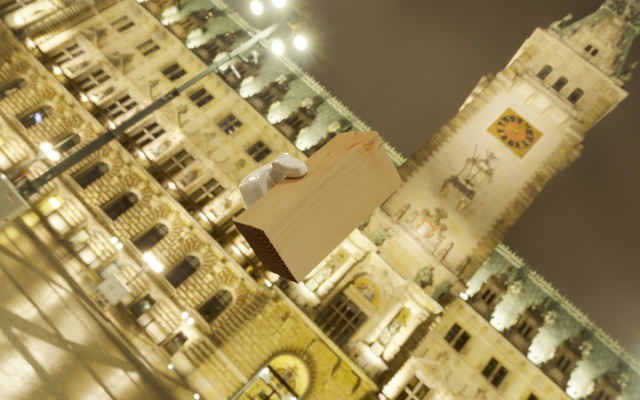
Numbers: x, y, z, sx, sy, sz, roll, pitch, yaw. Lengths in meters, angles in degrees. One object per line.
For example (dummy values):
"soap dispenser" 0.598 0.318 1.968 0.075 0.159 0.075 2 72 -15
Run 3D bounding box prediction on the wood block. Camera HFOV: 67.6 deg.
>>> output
"wood block" 0.000 0.002 0.640 0.206 0.091 0.090 -42 26 -23
